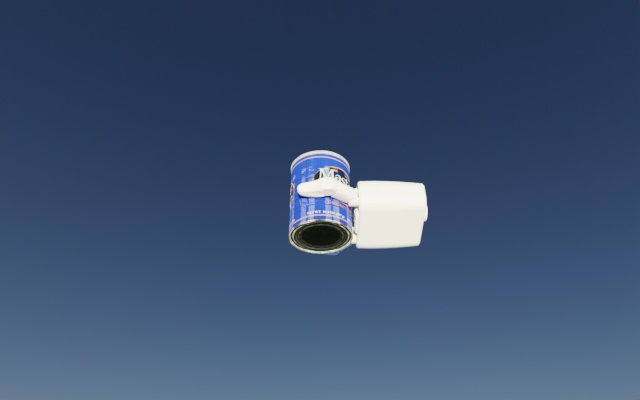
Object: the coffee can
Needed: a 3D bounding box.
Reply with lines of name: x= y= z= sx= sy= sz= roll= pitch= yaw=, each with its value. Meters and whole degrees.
coffee can: x=0.000 y=0.002 z=0.796 sx=0.103 sy=0.140 sz=0.103 roll=0 pitch=-35 yaw=0
